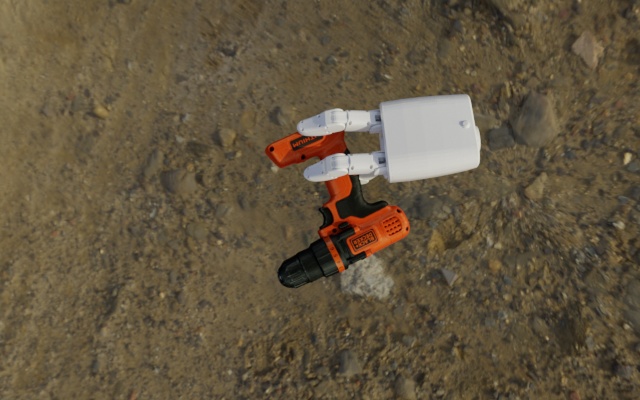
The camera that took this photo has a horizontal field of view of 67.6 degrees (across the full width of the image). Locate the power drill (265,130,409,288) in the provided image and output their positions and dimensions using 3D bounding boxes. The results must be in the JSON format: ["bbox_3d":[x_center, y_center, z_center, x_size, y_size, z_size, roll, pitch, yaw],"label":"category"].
[{"bbox_3d":[0.000,0.002,0.622,0.184,0.187,0.057,-26,2,-6],"label":"power drill"}]
